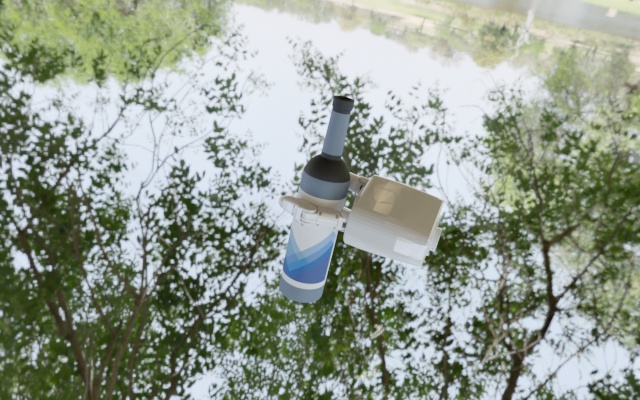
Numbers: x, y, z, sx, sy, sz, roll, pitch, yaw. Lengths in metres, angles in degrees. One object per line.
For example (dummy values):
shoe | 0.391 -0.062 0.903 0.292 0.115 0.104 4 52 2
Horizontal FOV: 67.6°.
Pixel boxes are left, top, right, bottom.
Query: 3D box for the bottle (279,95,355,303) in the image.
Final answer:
bottle | 0.000 0.002 0.664 0.069 0.296 0.069 11 23 -5
